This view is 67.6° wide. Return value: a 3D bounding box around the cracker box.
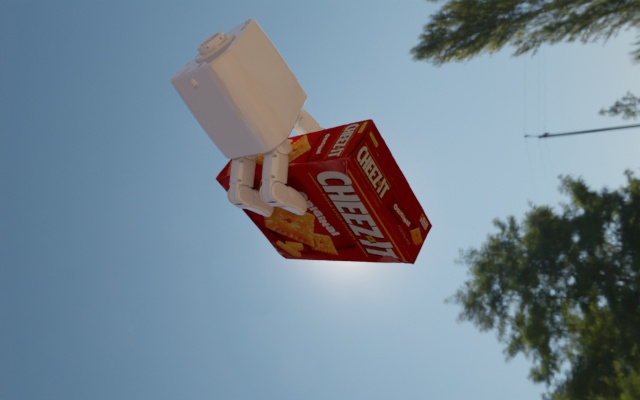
[{"bbox_3d":[0.000,0.002,0.579,0.214,0.072,0.164,-4,-47,42],"label":"cracker box"}]
